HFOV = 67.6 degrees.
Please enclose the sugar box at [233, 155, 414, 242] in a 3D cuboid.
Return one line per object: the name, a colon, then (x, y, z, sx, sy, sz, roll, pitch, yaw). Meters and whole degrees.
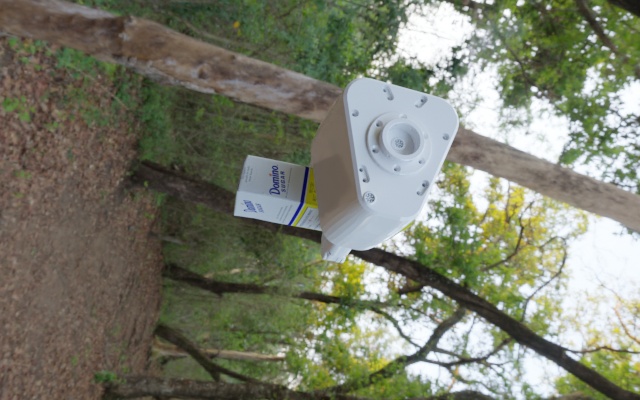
sugar box: (0.000, 0.001, 0.504, 0.176, 0.048, 0.093, 13, -19, -9)
